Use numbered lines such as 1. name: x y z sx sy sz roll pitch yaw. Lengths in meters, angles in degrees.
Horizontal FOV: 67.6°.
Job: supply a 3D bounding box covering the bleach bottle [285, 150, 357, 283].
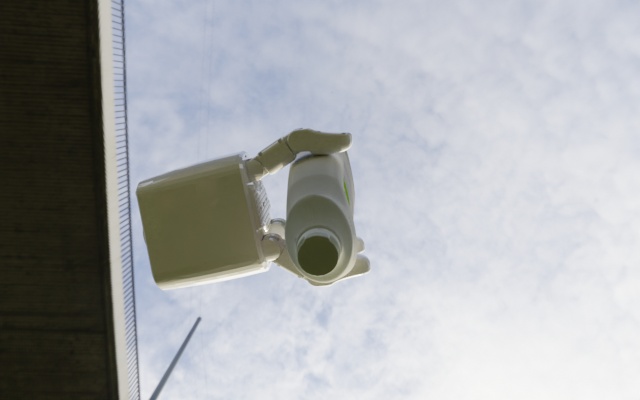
1. bleach bottle: 0.000 0.002 0.439 0.068 0.102 0.250 -12 12 4
